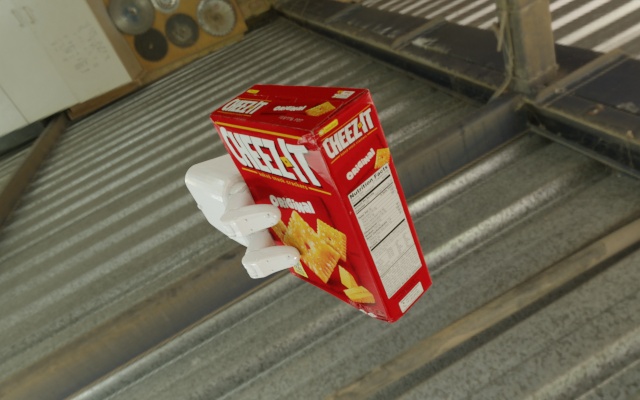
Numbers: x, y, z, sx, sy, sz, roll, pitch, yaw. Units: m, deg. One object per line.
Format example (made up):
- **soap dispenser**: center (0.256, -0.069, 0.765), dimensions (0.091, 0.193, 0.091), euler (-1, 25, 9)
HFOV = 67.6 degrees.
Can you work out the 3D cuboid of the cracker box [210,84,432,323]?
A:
- **cracker box**: center (0.000, 0.002, 0.460), dimensions (0.072, 0.214, 0.164), euler (-41, 35, -26)
